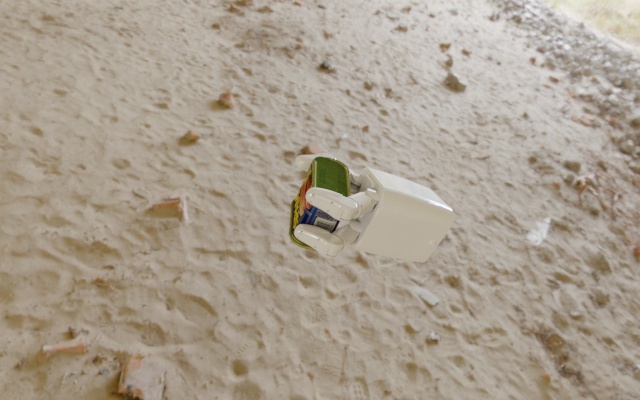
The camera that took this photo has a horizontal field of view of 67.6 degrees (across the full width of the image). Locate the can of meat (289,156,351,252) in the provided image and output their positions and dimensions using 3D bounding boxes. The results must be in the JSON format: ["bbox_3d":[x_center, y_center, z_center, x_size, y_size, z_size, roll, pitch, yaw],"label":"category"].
[{"bbox_3d":[0.000,0.002,0.628,0.057,0.084,0.102,17,35,-13],"label":"can of meat"}]
